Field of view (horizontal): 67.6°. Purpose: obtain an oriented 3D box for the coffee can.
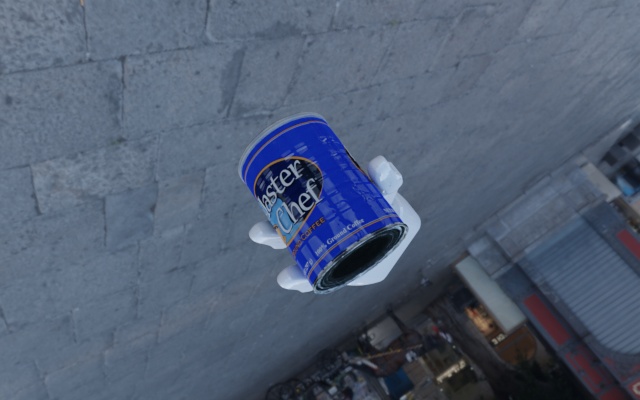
[{"bbox_3d":[0.000,0.001,0.452,0.103,0.140,0.103,-29,-23,-14],"label":"coffee can"}]
